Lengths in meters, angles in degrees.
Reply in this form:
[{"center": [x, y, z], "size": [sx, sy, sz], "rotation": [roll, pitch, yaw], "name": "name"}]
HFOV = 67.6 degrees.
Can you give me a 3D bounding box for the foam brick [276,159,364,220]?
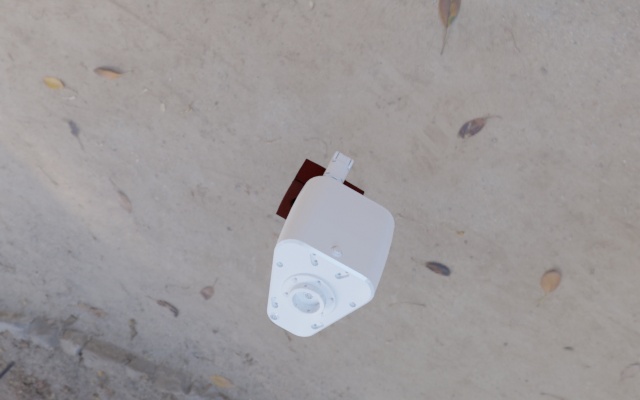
[{"center": [0.000, 0.002, 0.522], "size": [0.078, 0.053, 0.051], "rotation": [29, 35, -2], "name": "foam brick"}]
